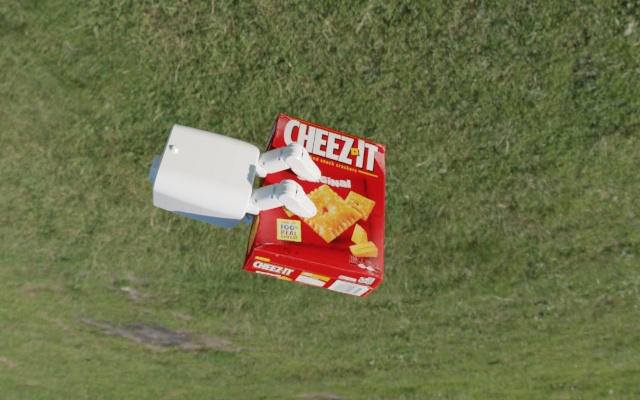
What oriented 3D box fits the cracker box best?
[{"bbox_3d":[0.000,0.002,0.627,0.164,0.213,0.072,16,-34,-14],"label":"cracker box"}]
